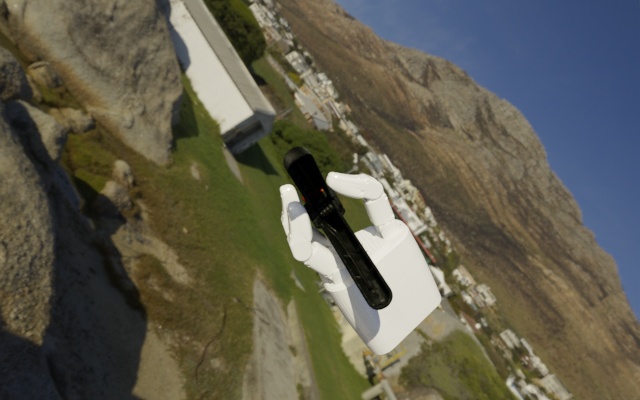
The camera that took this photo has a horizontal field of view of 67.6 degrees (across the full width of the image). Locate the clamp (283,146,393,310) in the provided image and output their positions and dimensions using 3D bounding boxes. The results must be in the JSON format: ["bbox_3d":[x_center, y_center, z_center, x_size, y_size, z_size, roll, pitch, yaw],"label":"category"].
[{"bbox_3d":[0.001,0.001,0.490,0.036,0.165,0.210,-30,21,-2],"label":"clamp"}]
